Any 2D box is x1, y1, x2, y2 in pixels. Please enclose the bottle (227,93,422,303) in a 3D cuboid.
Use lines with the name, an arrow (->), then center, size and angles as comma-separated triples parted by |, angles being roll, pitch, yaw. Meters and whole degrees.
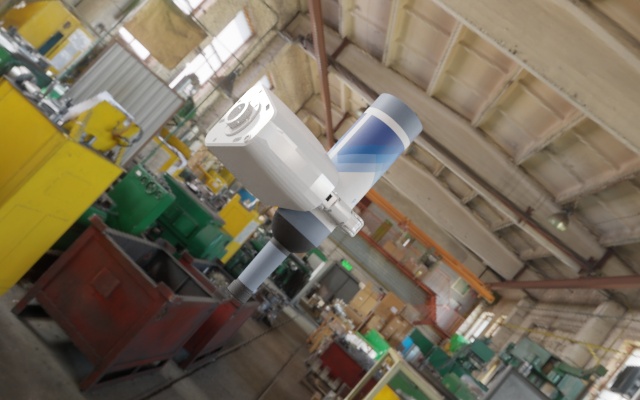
bottle -> 0.000, 0.002, 0.567 | 0.069, 0.295, 0.069 | 42, -5, 5
